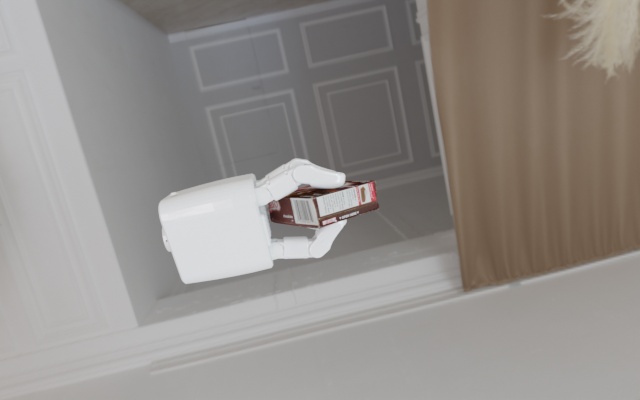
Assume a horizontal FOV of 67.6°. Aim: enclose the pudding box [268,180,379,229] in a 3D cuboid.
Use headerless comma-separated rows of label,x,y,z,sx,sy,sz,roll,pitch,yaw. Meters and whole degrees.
pudding box,0.000,0.002,0.571,0.090,0.039,0.113,-17,12,-32
